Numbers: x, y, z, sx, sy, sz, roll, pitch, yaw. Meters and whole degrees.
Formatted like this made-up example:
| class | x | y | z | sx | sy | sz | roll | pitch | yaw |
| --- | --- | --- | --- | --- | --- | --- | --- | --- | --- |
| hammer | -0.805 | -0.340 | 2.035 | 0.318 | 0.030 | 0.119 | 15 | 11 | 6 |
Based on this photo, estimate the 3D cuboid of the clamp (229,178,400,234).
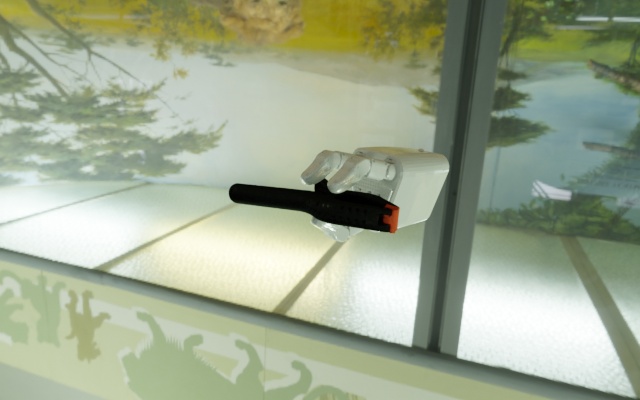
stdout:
| class | x | y | z | sx | sy | sz | roll | pitch | yaw |
| --- | --- | --- | --- | --- | --- | --- | --- | --- | --- |
| clamp | 0.001 | 0.003 | 0.582 | 0.164 | 0.036 | 0.210 | -7 | 17 | -39 |
